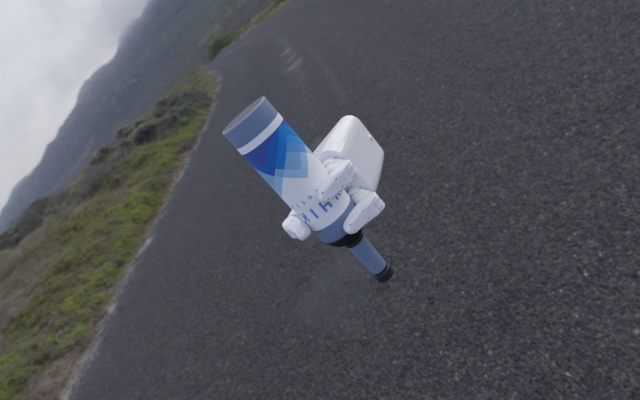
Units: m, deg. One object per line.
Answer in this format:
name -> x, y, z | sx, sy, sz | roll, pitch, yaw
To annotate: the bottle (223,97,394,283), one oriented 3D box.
bottle -> 0.000, 0.002, 0.615 | 0.296, 0.069, 0.069 | 48, -22, -21
